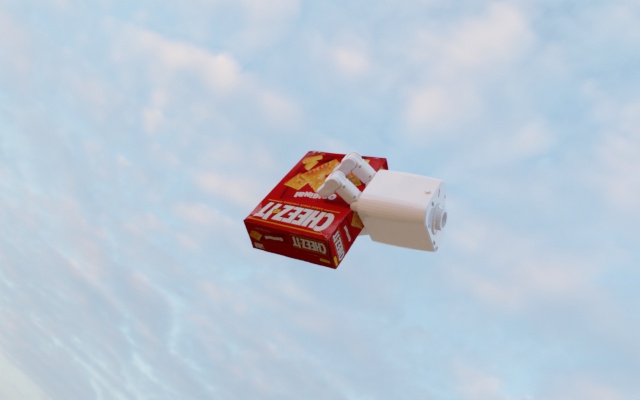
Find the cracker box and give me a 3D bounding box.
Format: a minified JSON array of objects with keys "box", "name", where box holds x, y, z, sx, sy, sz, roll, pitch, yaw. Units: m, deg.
[{"box":[0.000,0.003,0.800,0.164,0.072,0.213,10,42,31],"name":"cracker box"}]
